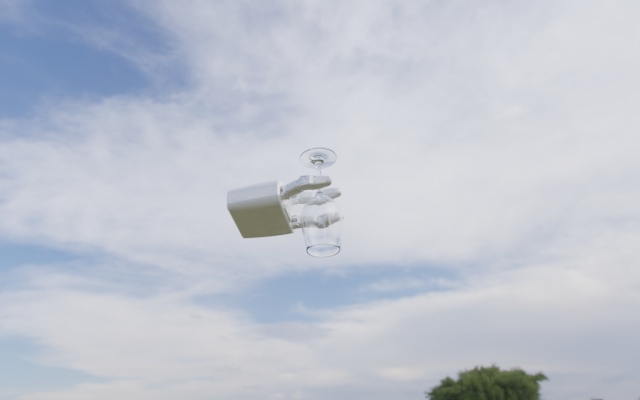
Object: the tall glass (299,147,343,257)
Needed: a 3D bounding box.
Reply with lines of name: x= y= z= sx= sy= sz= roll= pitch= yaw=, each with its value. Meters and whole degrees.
tall glass: x=0.000 y=0.002 z=0.899 sx=0.079 sy=0.201 sz=0.079 roll=-3 pitch=-29 yaw=-2
